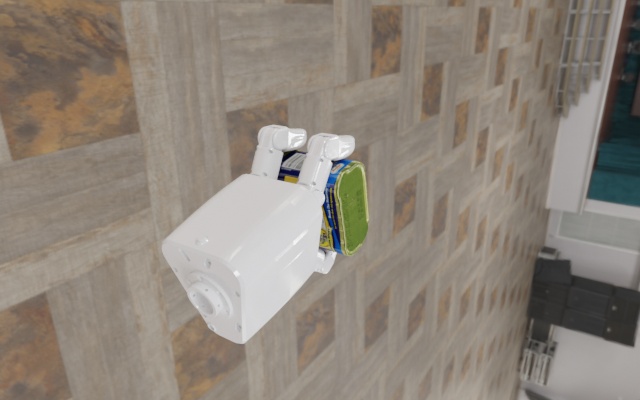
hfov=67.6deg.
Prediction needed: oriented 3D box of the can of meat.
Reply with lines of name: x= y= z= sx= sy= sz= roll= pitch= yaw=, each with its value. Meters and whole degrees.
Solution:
can of meat: x=0.000 y=0.002 z=0.489 sx=0.084 sy=0.102 sz=0.057 roll=13 pitch=38 yaw=32
